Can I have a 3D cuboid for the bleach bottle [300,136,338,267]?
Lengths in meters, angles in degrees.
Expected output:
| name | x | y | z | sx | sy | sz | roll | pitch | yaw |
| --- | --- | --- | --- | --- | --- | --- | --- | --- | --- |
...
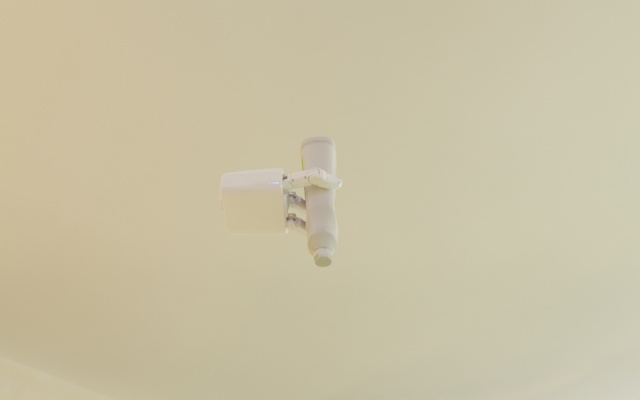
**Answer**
| name | x | y | z | sx | sy | sz | roll | pitch | yaw |
| --- | --- | --- | --- | --- | --- | --- | --- | --- | --- |
| bleach bottle | 0.000 | 0.003 | 0.848 | 0.068 | 0.250 | 0.103 | -4 | -44 | 2 |
